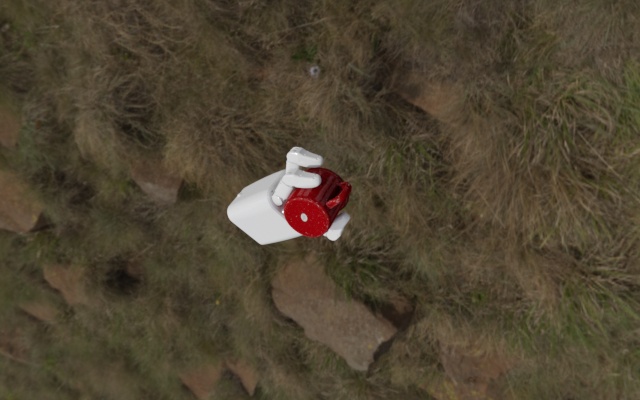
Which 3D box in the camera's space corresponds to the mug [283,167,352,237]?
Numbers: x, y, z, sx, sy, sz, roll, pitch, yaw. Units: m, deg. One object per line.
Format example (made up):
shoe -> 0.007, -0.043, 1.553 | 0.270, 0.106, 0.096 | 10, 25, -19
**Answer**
mug -> 0.001, 0.002, 0.772 | 0.117, 0.093, 0.081 | -19, 26, 35
